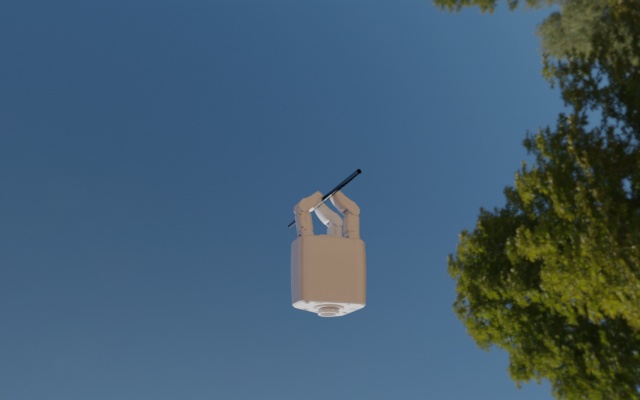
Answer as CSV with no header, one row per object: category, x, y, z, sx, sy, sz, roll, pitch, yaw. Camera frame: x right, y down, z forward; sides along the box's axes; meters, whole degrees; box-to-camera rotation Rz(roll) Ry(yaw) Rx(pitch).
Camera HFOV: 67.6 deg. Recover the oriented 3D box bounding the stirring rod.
stirring rod,0.000,0.003,0.816,0.011,0.011,0.240,0,-23,-32
